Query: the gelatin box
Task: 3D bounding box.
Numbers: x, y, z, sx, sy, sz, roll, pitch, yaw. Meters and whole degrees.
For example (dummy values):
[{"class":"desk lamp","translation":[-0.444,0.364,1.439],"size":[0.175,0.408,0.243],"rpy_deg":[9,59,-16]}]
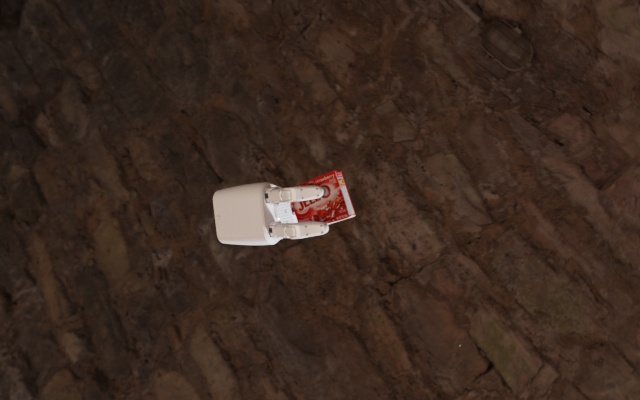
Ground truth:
[{"class":"gelatin box","translation":[0.001,0.002,0.729],"size":[0.089,0.073,0.030],"rpy_deg":[-19,-4,26]}]
